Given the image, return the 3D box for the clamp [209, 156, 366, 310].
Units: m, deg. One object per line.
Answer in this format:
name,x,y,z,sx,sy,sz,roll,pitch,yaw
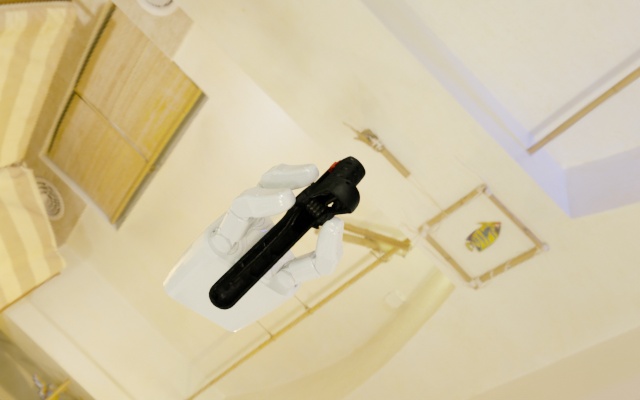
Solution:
clamp,0.001,0.002,0.434,0.165,0.036,0.210,-38,6,36
